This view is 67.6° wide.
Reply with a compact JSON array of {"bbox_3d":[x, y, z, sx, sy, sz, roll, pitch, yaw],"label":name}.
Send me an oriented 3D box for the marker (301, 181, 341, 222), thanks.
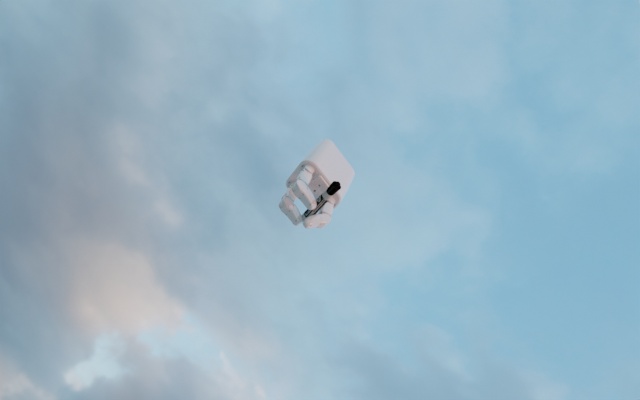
[{"bbox_3d":[0.000,0.003,0.879,0.020,0.020,0.121,0,-34,-38],"label":"marker"}]
